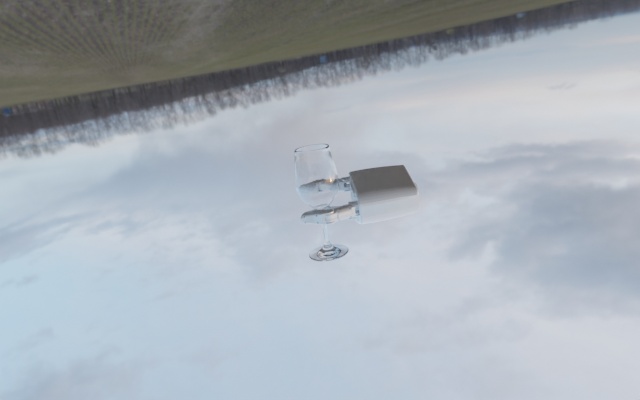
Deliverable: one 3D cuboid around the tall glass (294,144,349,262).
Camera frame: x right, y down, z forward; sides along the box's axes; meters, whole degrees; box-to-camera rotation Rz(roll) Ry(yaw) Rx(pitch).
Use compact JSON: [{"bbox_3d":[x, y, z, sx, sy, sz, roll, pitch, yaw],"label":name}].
[{"bbox_3d":[0.000,0.004,0.856,0.079,0.201,0.079,-9,16,3],"label":"tall glass"}]
